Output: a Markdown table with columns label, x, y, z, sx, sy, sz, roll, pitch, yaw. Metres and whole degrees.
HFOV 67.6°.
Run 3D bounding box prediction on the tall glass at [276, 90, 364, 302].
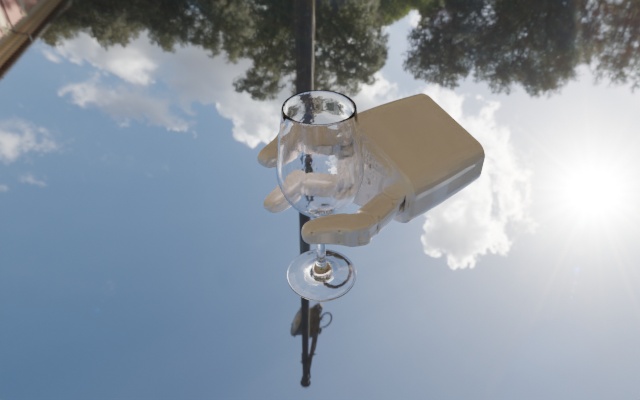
| label | x | y | z | sx | sy | sz | roll | pitch | yaw |
| --- | --- | --- | --- | --- | --- | --- | --- | --- | --- |
| tall glass | 0.000 | 0.002 | 0.449 | 0.079 | 0.201 | 0.079 | -1 | 39 | 1 |
